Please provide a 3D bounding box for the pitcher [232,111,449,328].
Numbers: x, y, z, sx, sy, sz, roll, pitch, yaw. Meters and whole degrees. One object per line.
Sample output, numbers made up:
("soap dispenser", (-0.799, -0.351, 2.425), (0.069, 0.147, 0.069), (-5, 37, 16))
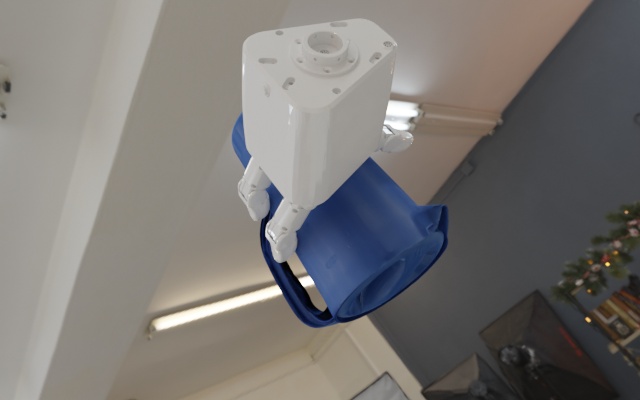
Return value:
("pitcher", (0.000, 0.002, 0.503), (0.149, 0.242, 0.145), (-27, -28, -21))
